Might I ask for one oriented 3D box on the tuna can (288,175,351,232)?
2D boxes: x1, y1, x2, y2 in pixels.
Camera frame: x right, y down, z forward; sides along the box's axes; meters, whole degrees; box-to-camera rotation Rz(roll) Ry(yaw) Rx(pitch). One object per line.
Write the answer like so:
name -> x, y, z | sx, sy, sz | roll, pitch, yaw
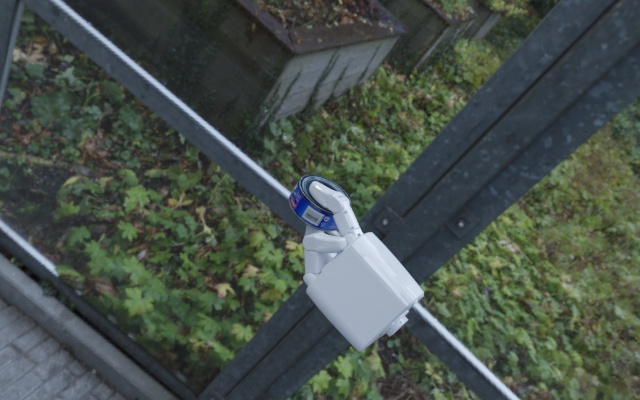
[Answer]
tuna can -> 0.000, 0.002, 0.678 | 0.086, 0.034, 0.086 | 23, 33, -16
